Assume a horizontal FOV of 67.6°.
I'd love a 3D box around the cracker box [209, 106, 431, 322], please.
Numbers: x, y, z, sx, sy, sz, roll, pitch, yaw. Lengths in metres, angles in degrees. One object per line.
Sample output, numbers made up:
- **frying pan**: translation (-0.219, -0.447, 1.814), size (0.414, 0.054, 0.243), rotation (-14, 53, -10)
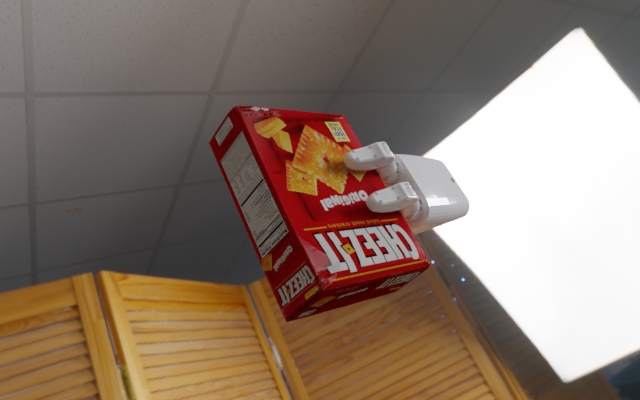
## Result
- **cracker box**: translation (0.000, 0.002, 0.507), size (0.164, 0.213, 0.072), rotation (-4, -33, -43)
